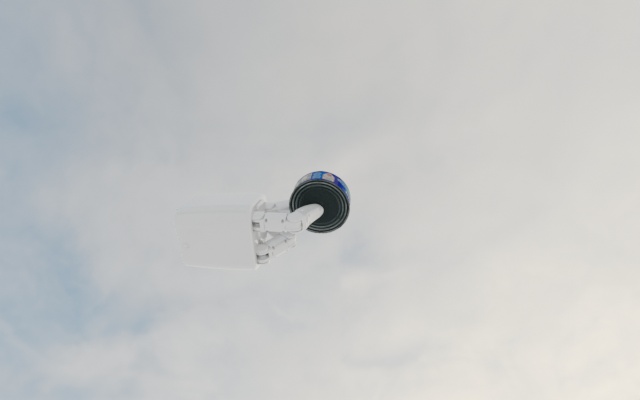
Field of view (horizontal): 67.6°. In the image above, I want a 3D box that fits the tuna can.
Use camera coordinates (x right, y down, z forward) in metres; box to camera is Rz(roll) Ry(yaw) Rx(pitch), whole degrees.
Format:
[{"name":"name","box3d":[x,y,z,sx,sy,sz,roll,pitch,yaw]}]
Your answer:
[{"name":"tuna can","box3d":[0.000,0.002,0.679,0.086,0.086,0.033,0,27,8]}]
